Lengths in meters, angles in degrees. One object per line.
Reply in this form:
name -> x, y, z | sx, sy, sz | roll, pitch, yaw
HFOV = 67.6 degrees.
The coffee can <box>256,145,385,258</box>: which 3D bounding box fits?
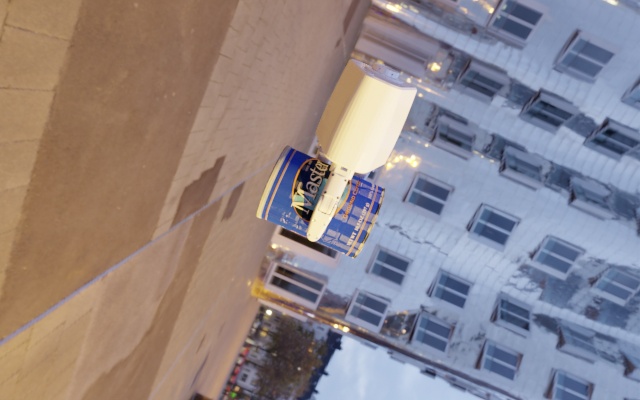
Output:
coffee can -> 0.000, 0.002, 0.630 | 0.140, 0.103, 0.103 | 24, 0, -1
